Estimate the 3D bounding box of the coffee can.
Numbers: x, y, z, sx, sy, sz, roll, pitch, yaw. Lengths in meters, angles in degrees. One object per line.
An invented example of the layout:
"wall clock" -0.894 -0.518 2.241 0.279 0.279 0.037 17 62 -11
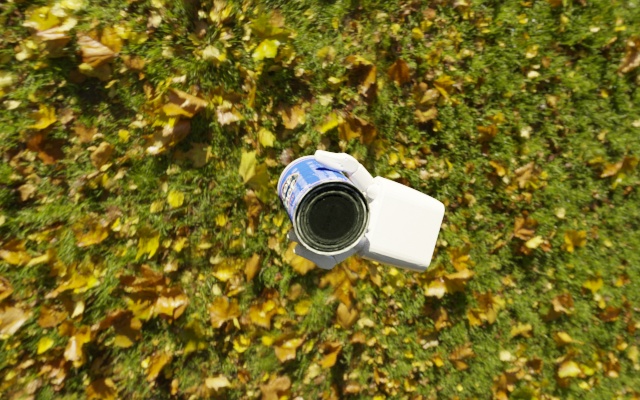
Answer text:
"coffee can" 0.000 0.002 0.672 0.103 0.103 0.140 0 18 -13
